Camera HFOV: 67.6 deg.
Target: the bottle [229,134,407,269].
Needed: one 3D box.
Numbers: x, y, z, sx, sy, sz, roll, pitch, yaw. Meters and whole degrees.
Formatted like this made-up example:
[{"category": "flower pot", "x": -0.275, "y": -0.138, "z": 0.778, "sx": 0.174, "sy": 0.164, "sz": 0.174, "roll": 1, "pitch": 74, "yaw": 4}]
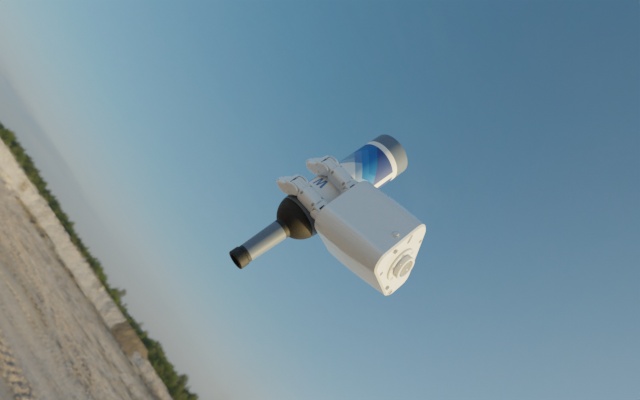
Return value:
[{"category": "bottle", "x": 0.000, "y": 0.002, "z": 0.675, "sx": 0.295, "sy": 0.069, "sz": 0.069, "roll": -34, "pitch": 16, "yaw": -26}]
